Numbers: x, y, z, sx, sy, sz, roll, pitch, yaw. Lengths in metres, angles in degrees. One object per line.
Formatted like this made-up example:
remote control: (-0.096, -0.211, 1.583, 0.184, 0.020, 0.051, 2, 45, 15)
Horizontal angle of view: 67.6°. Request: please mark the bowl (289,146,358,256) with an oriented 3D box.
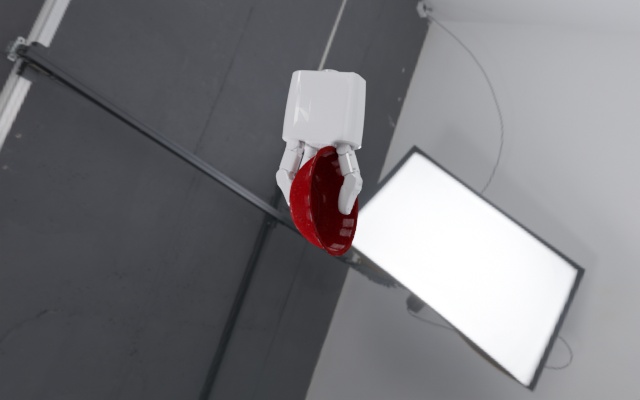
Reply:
bowl: (0.000, 0.004, 0.707, 0.055, 0.162, 0.162, -6, -3, 28)
